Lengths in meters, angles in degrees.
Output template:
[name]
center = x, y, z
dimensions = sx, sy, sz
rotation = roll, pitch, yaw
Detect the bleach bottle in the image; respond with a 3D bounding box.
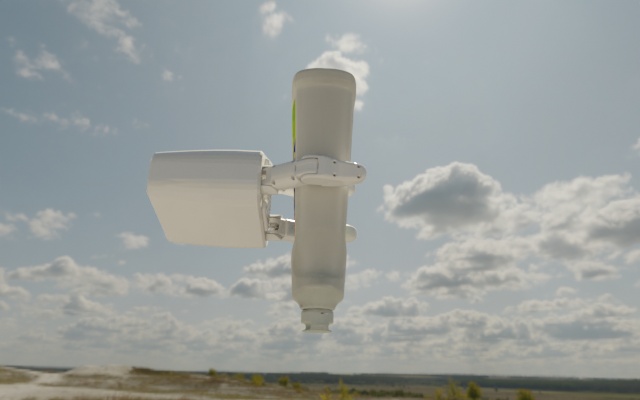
[bleach bottle]
center = 0.000, 0.002, 0.478
dimensions = 0.068, 0.250, 0.103
rotation = 2, -20, -1
